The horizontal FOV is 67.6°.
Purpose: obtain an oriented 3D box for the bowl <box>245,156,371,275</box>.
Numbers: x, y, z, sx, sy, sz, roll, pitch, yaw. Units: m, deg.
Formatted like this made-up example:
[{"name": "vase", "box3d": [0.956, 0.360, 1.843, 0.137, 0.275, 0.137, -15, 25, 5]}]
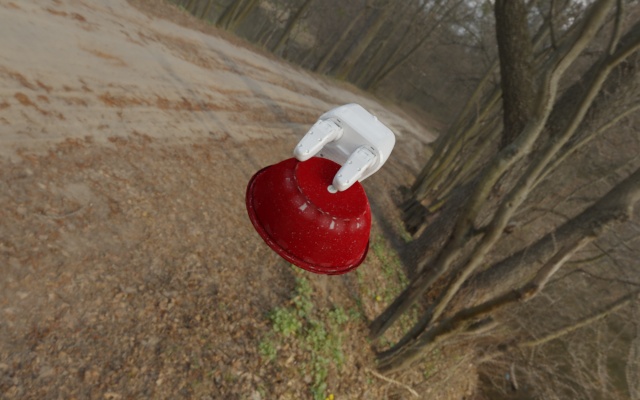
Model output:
[{"name": "bowl", "box3d": [0.000, 0.002, 0.537, 0.162, 0.162, 0.055, 0, -38, -37]}]
